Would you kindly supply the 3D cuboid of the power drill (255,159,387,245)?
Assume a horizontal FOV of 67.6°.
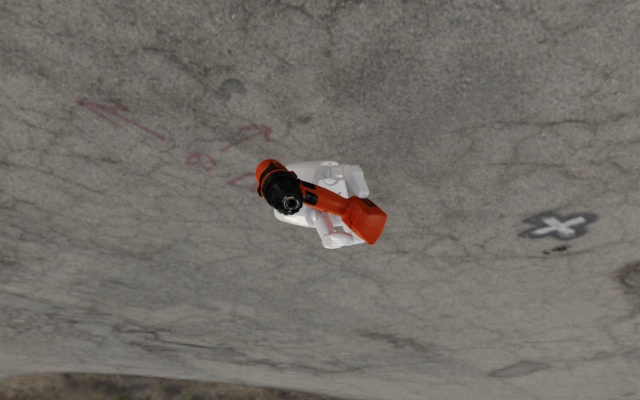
[{"bbox_3d":[0.000,0.002,0.690,0.188,0.057,0.184,24,10,-21],"label":"power drill"}]
